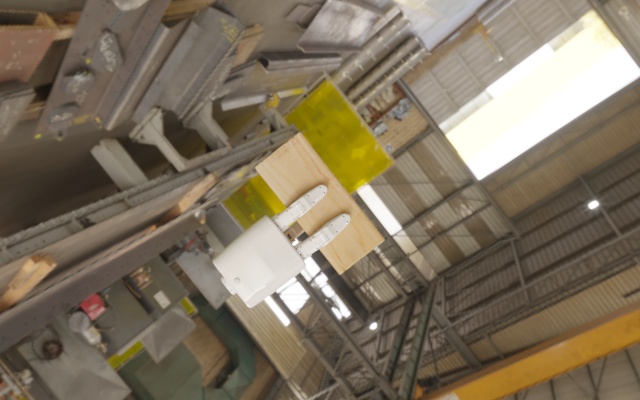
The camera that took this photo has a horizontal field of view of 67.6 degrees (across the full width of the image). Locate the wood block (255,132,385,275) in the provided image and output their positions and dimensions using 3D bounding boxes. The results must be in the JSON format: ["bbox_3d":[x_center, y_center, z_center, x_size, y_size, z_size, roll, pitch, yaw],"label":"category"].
[{"bbox_3d":[0.000,0.003,0.756,0.090,0.206,0.091,-38,2,2],"label":"wood block"}]
